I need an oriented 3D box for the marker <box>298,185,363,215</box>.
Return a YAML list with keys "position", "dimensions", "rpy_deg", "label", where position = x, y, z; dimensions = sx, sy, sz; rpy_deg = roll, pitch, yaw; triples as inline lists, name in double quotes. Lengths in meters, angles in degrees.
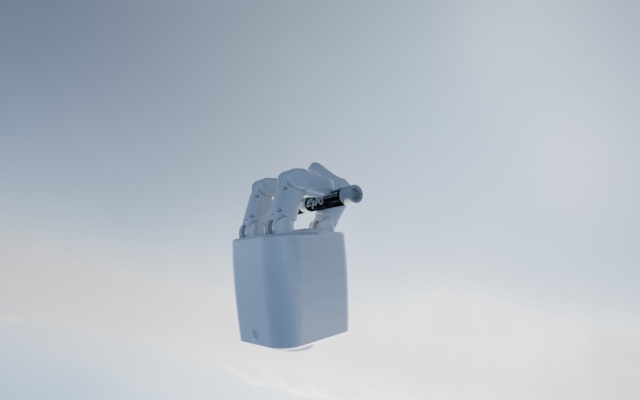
- position: [0.000, 0.002, 0.513]
  dimensions: [0.020, 0.020, 0.121]
  rpy_deg: [0, -8, -35]
  label: "marker"
